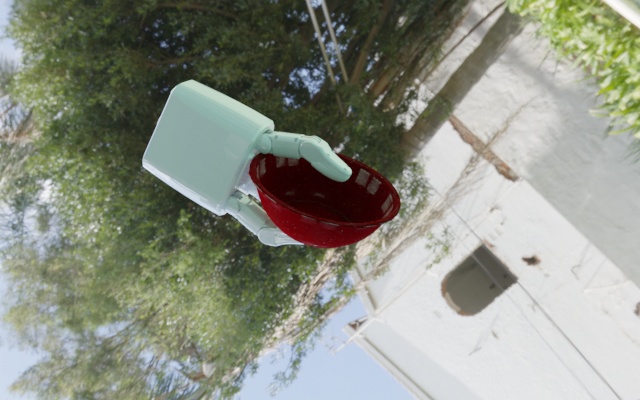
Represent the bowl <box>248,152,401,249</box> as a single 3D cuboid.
[{"bbox_3d":[0.001,0.003,0.506,0.162,0.055,0.162,12,29,-7],"label":"bowl"}]
